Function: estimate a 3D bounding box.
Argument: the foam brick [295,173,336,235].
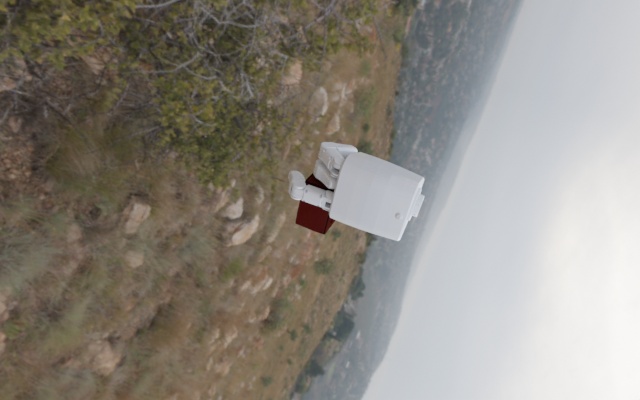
[{"bbox_3d":[0.000,0.003,0.729,0.051,0.078,0.053,21,31,12],"label":"foam brick"}]
